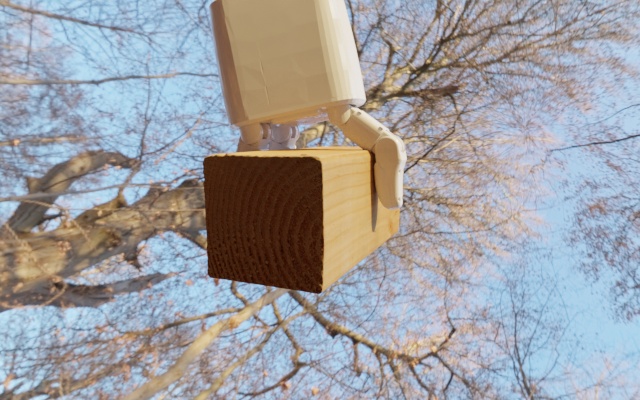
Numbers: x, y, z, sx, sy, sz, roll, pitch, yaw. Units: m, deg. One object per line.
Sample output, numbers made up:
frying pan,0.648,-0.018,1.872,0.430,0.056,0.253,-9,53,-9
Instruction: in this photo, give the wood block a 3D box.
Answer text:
wood block,0.000,0.001,0.408,0.091,0.090,0.206,3,9,23
